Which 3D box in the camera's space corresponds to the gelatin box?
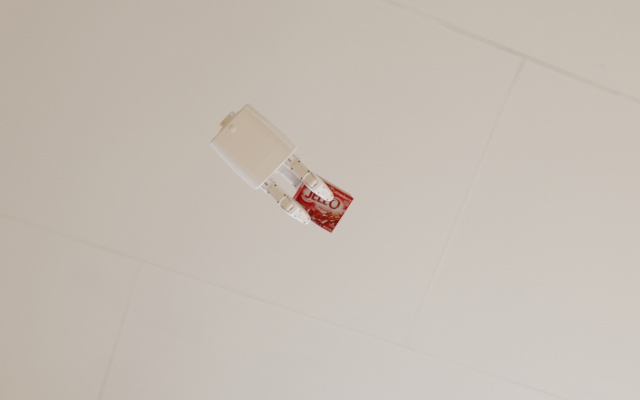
[{"bbox_3d":[0.000,0.003,0.818,0.089,0.073,0.030,30,10,-16],"label":"gelatin box"}]
